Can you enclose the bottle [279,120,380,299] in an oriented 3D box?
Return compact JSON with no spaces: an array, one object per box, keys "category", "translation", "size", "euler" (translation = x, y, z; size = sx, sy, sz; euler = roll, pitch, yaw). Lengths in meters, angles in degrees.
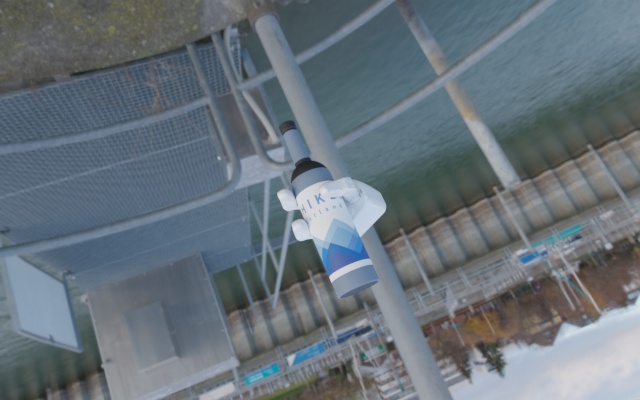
[{"category":"bottle","translation":[0.000,0.003,0.744],"size":[0.069,0.295,0.069],"euler":[-21,-19,-8]}]
